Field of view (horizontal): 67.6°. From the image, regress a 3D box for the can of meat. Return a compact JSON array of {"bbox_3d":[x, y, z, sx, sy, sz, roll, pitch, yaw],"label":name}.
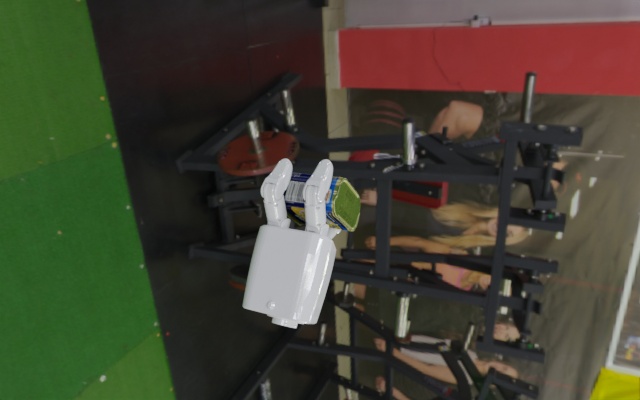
[{"bbox_3d":[0.000,0.002,0.638,0.084,0.057,0.102,8,-16,24],"label":"can of meat"}]
